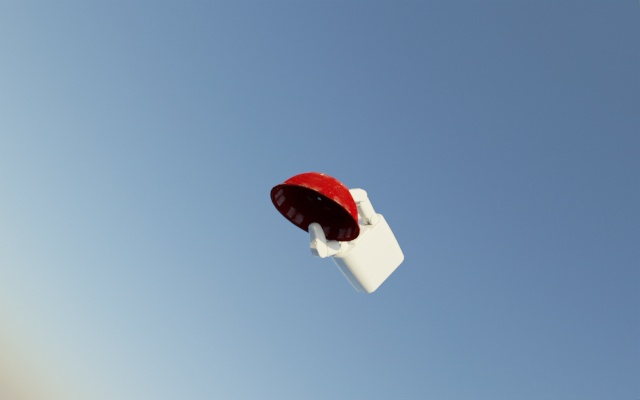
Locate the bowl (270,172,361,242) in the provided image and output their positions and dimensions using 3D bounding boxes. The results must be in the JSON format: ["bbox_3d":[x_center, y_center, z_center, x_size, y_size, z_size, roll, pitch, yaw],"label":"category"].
[{"bbox_3d":[0.000,0.001,0.789,0.162,0.055,0.162,21,-27,11],"label":"bowl"}]
